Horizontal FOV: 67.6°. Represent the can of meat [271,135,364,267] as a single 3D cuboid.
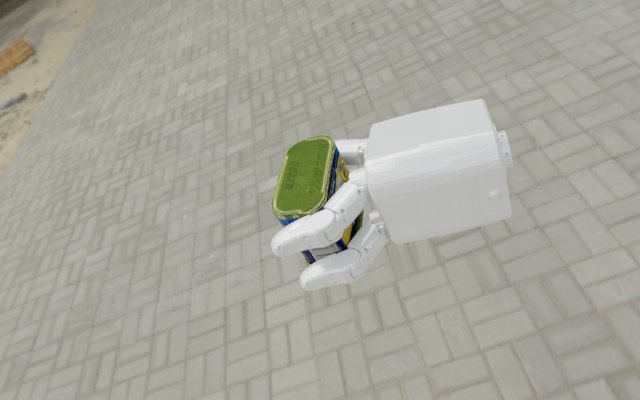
[{"bbox_3d":[0.000,0.001,0.452,0.057,0.102,0.084,-9,-44,21],"label":"can of meat"}]
